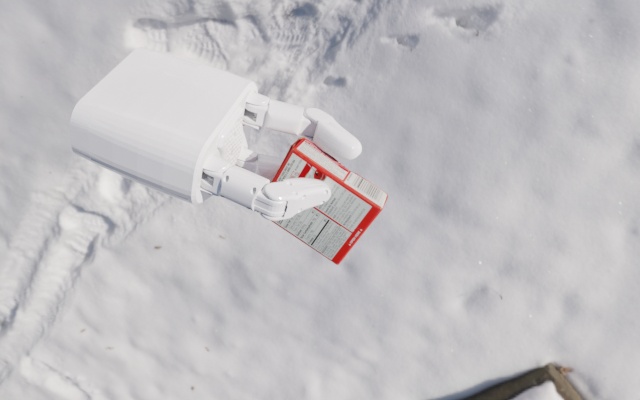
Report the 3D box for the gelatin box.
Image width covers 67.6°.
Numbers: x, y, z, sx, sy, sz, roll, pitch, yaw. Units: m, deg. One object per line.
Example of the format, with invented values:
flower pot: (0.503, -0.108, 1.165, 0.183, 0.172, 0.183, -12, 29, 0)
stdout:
gelatin box: (0.000, 0.002, 0.403, 0.089, 0.073, 0.030, 34, 33, 1)
